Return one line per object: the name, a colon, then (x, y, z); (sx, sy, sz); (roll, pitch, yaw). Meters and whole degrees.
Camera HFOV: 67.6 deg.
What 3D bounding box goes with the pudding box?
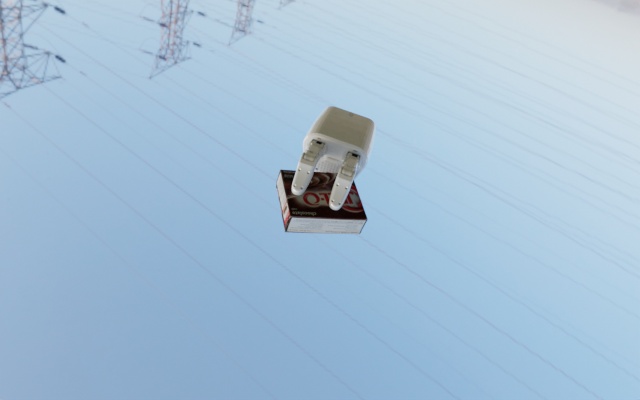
pudding box: (0.000, 0.002, 0.666); (0.113, 0.090, 0.039); (1, -45, -18)
